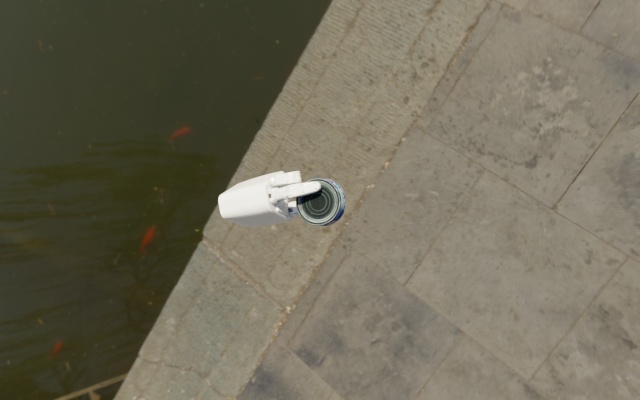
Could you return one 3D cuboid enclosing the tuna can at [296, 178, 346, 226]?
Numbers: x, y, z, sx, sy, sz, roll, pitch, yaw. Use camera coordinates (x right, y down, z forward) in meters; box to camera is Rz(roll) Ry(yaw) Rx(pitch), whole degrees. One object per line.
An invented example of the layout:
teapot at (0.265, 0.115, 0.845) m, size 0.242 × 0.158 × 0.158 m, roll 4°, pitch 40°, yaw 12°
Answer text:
tuna can at (0.000, 0.003, 0.846) m, size 0.086 × 0.086 × 0.034 m, roll 0°, pitch -2°, yaw 19°
